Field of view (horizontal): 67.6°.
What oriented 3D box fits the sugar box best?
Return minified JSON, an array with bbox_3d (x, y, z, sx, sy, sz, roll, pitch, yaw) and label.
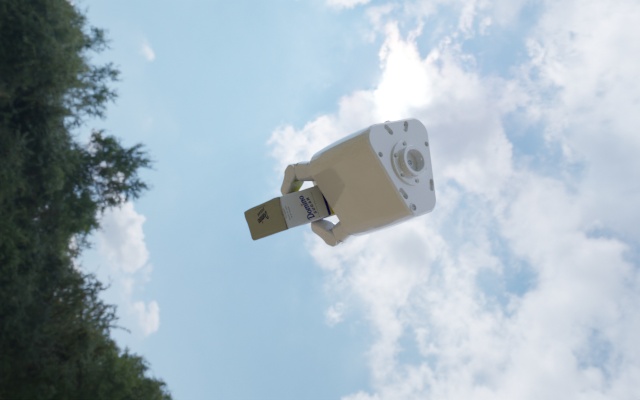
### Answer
[{"bbox_3d":[0.000,0.001,0.616,0.176,0.048,0.093,-14,-4,-36],"label":"sugar box"}]
